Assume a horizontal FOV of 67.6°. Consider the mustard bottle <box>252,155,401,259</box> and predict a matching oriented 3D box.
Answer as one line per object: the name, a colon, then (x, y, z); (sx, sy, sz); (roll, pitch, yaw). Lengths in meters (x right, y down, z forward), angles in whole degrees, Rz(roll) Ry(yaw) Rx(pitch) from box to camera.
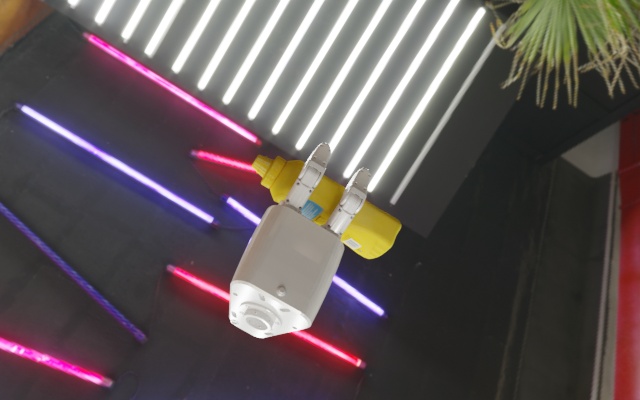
mustard bottle: (0.000, 0.002, 0.596); (0.191, 0.058, 0.096); (32, -16, -8)
